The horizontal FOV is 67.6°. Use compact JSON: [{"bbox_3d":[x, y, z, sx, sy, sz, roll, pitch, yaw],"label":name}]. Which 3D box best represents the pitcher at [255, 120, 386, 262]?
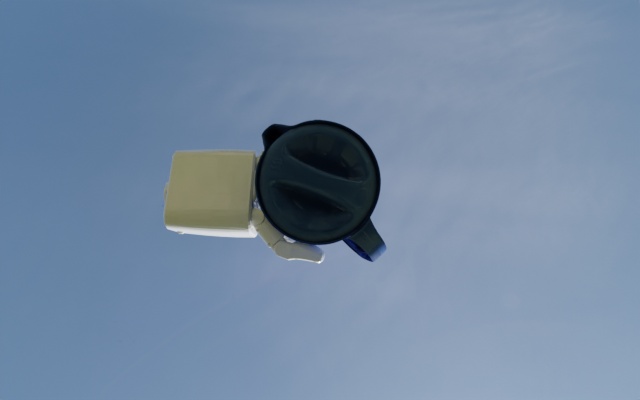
[{"bbox_3d":[0.000,0.002,0.612,0.145,0.149,0.243,2,-7,-2],"label":"pitcher"}]
